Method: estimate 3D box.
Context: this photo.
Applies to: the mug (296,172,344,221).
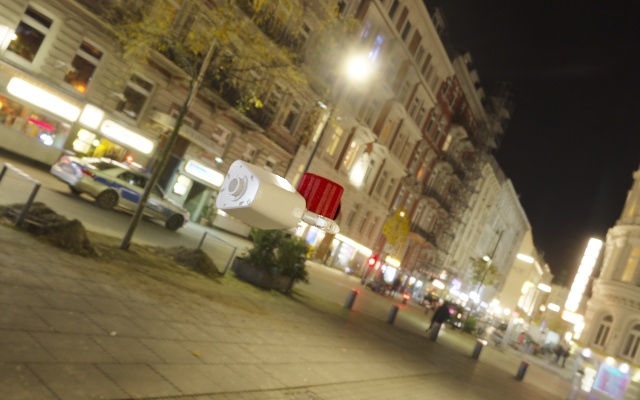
[{"bbox_3d":[0.001,0.003,0.890,0.093,0.081,0.117,19,-5,45],"label":"mug"}]
